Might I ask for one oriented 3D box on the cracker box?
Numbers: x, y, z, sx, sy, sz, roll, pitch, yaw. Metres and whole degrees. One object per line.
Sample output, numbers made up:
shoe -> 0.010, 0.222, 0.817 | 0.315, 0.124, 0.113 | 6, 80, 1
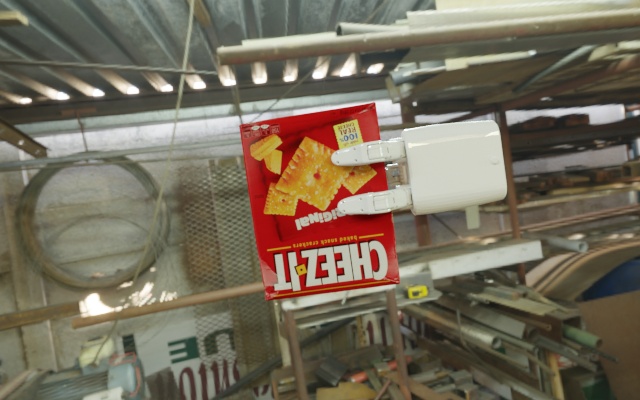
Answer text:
cracker box -> 0.000, 0.002, 0.578 | 0.164, 0.213, 0.072 | -8, 2, 4
